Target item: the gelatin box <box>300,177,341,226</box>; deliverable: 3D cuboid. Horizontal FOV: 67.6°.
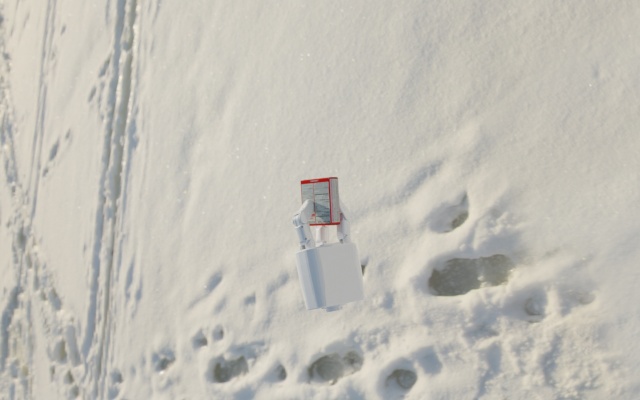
[{"bbox_3d":[0.000,0.003,0.894,0.073,0.089,0.030,-4,0,42],"label":"gelatin box"}]
